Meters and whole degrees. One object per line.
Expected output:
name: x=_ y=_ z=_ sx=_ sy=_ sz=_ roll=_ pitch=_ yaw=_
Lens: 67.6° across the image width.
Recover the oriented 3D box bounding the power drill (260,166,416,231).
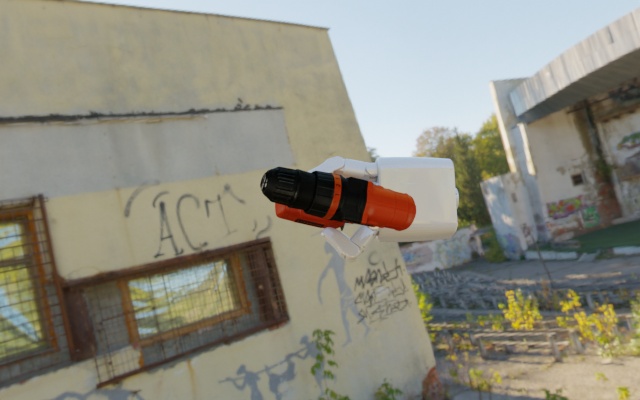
power drill: x=0.000 y=0.002 z=0.601 sx=0.184 sy=0.057 sz=0.187 roll=14 pitch=-6 yaw=-18
